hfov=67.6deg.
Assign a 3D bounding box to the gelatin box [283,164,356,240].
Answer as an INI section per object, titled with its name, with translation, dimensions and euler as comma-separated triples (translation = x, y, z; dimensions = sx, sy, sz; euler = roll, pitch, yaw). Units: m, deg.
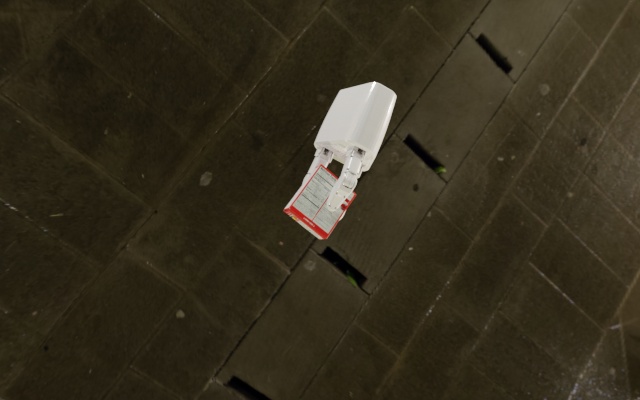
[gelatin box]
translation = 0.000, 0.003, 0.715
dimensions = 0.073, 0.089, 0.030
euler = 39, -20, -13
